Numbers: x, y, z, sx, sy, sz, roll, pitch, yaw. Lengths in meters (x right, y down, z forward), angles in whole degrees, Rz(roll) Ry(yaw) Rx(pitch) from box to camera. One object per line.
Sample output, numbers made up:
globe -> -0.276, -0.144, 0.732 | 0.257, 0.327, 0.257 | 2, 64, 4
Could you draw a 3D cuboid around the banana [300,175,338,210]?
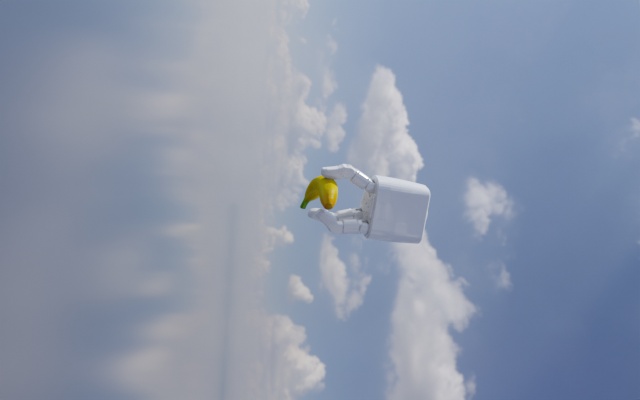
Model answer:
banana -> 0.003, -0.015, 0.888 | 0.037, 0.069, 0.198 | 14, -4, -13
